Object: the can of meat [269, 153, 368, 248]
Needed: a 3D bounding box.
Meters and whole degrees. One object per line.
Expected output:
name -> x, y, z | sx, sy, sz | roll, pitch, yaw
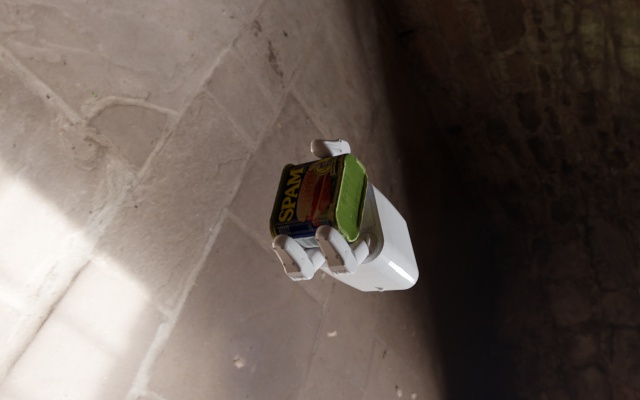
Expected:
can of meat -> 0.000, 0.002, 0.525 | 0.084, 0.102, 0.057 | -10, -36, 33
